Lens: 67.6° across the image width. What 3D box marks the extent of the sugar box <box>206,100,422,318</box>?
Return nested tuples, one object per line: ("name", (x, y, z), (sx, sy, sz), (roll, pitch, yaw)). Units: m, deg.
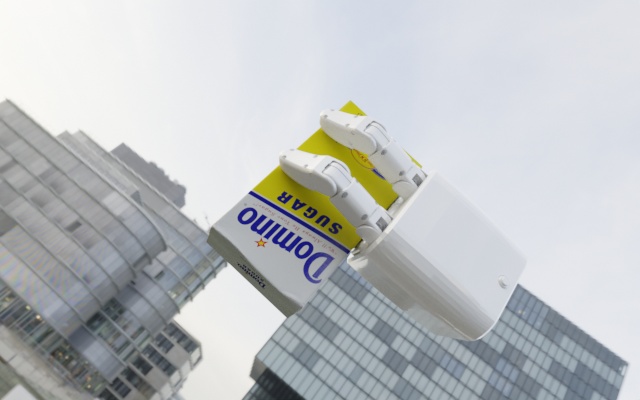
("sugar box", (0.000, 0.001, 0.403), (0.176, 0.093, 0.048), (-47, -2, -31))
